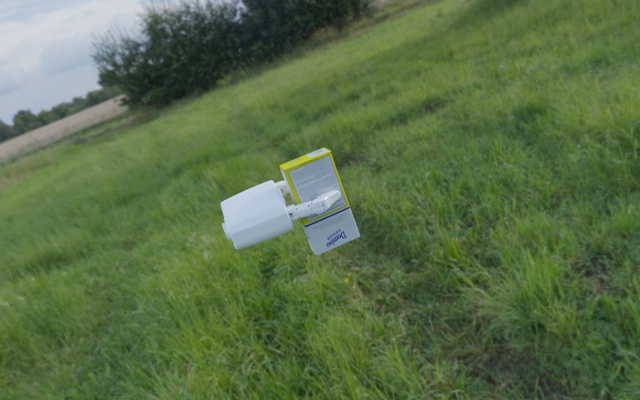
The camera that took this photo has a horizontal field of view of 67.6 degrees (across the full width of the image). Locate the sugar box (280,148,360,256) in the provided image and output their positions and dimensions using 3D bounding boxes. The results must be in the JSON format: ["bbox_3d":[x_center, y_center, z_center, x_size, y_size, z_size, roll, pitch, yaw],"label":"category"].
[{"bbox_3d":[0.000,0.003,0.873,0.093,0.176,0.048,-22,21,-9],"label":"sugar box"}]
